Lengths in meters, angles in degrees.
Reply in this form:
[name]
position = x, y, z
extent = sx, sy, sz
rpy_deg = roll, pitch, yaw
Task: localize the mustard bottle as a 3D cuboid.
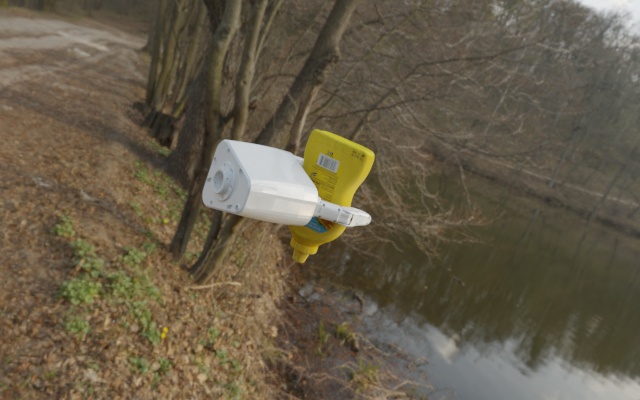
[mustard bottle]
position = 0.000, 0.002, 0.688
extent = 0.096, 0.192, 0.058
rpy_deg = 26, 14, 22
